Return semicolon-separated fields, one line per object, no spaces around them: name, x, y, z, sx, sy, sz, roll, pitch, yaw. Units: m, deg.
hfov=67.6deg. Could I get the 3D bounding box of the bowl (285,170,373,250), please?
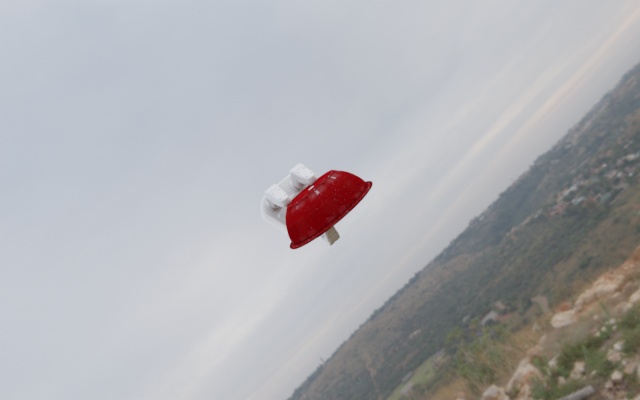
bowl;0.000;0.002;0.729;0.162;0.055;0.162;-38;8;6
